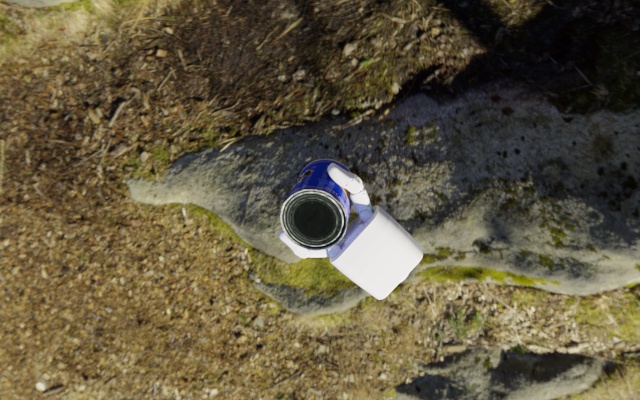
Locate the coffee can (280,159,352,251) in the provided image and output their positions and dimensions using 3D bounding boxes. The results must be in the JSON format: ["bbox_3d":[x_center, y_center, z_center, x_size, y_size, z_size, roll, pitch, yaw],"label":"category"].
[{"bbox_3d":[0.000,0.002,0.772,0.103,0.103,0.140,0,23,10],"label":"coffee can"}]
